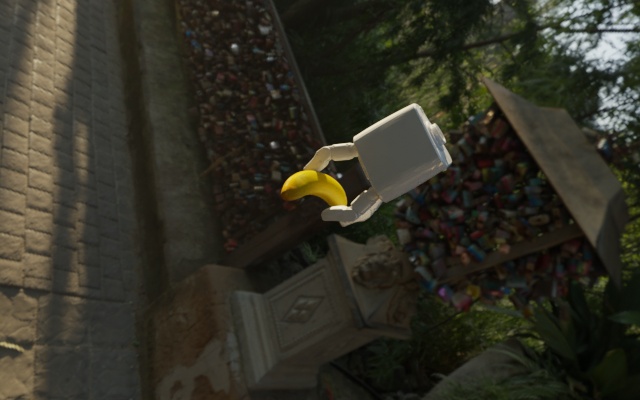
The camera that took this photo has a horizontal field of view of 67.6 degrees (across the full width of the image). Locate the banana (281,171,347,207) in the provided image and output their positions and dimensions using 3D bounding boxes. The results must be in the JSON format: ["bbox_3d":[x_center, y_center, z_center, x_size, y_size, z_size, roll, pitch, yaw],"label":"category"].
[{"bbox_3d":[-0.002,-0.013,0.752,0.037,0.069,0.198,-25,-25,24],"label":"banana"}]
